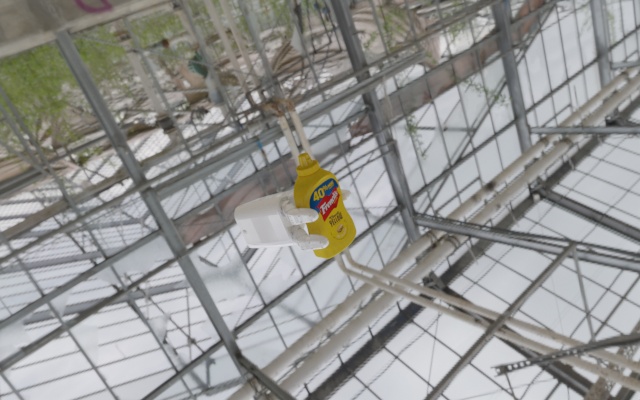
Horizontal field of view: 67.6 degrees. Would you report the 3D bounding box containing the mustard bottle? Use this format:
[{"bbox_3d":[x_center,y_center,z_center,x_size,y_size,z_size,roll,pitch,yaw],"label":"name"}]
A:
[{"bbox_3d":[0.000,0.003,0.863,0.058,0.192,0.096,6,34,48],"label":"mustard bottle"}]
